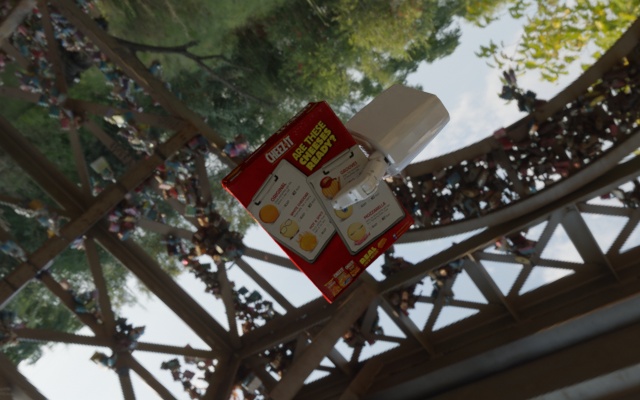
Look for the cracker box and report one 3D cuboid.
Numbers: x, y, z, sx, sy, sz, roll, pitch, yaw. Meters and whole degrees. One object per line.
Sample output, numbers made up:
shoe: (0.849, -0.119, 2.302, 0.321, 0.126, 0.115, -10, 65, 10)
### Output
cracker box: (0.000, 0.002, 0.638, 0.164, 0.214, 0.072, -43, 20, -8)
